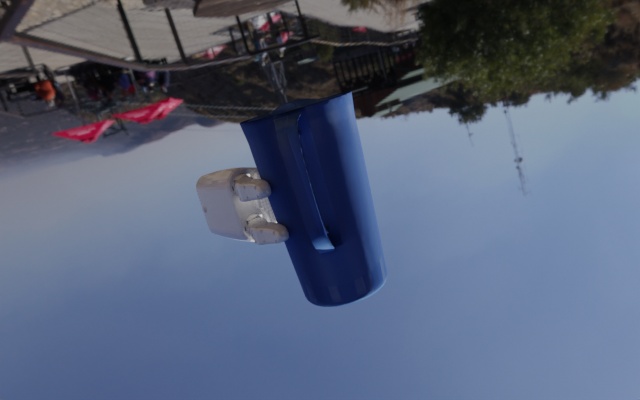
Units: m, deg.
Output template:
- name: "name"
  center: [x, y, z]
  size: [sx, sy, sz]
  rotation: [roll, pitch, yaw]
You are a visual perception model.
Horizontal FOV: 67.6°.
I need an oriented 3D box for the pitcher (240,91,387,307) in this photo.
- name: "pitcher"
  center: [0.000, 0.002, 0.566]
  size: [0.149, 0.243, 0.145]
  rotation: [-26, 16, -36]
